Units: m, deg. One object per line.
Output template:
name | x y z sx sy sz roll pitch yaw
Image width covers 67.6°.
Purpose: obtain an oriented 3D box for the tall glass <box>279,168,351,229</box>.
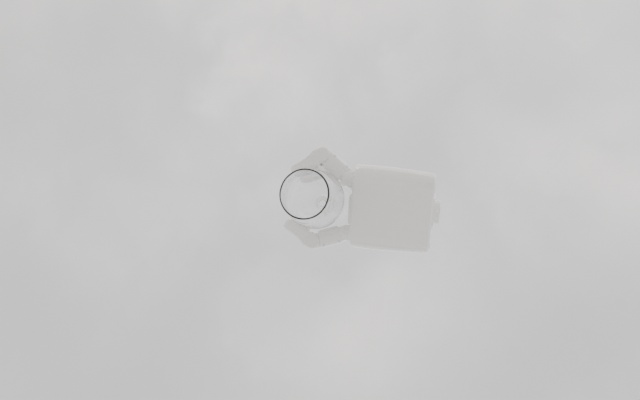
tall glass | 0.000 0.002 0.663 0.079 0.079 0.201 0 -6 12
